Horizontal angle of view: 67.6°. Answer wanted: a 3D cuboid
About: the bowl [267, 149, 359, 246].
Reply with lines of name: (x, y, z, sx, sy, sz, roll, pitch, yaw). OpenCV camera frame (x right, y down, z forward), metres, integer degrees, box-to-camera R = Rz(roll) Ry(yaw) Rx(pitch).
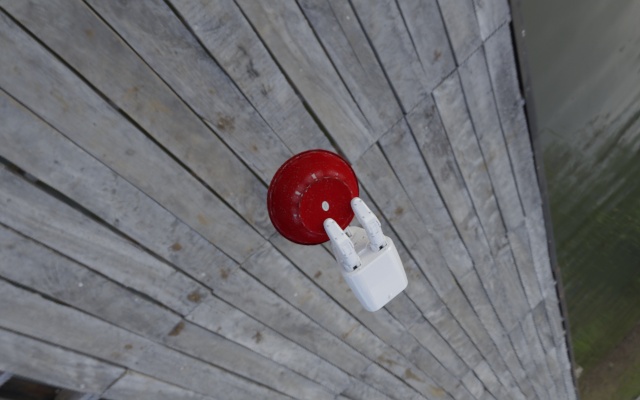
bowl: (-0.001, 0.002, 0.752, 0.162, 0.162, 0.055, 0, 14, -23)
